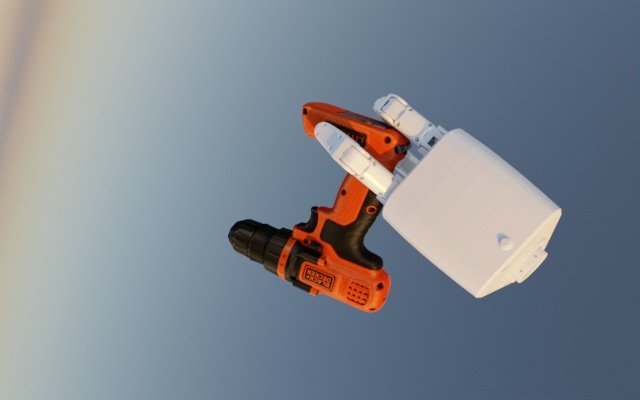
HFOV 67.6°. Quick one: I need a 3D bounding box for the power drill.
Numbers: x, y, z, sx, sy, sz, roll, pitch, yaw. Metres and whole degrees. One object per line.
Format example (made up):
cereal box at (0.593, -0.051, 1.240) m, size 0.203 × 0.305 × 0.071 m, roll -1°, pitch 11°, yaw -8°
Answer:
power drill at (0.000, 0.001, 0.480) m, size 0.184 × 0.188 × 0.057 m, roll 20°, pitch 21°, yaw 16°
